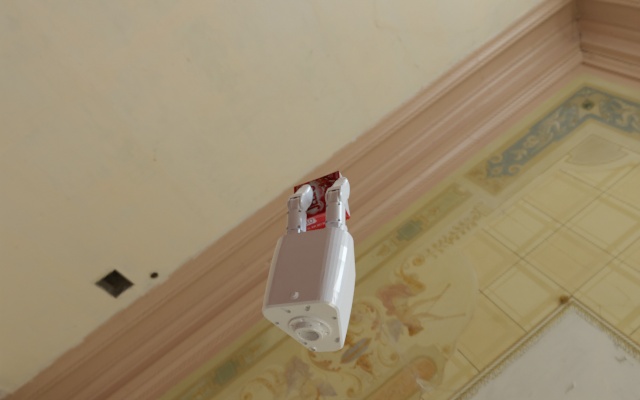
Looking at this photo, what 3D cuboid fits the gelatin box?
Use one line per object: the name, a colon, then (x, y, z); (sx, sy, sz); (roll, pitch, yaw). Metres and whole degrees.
gelatin box: (0.000, 0.002, 0.674); (0.073, 0.030, 0.089); (-20, 34, 12)
